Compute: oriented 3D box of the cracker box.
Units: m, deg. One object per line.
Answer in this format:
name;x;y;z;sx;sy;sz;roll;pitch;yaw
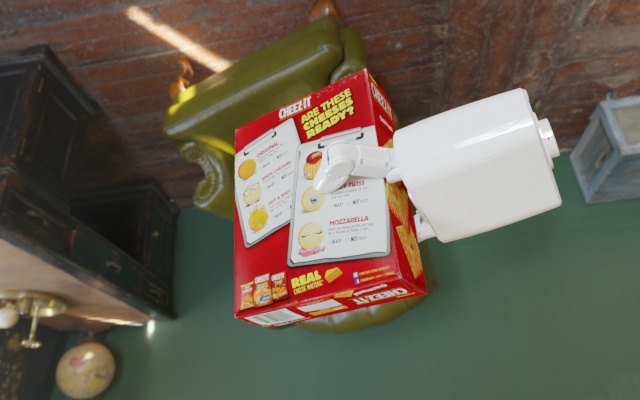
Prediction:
cracker box;0.000;0.002;0.467;0.164;0.213;0.072;-19;-32;24
